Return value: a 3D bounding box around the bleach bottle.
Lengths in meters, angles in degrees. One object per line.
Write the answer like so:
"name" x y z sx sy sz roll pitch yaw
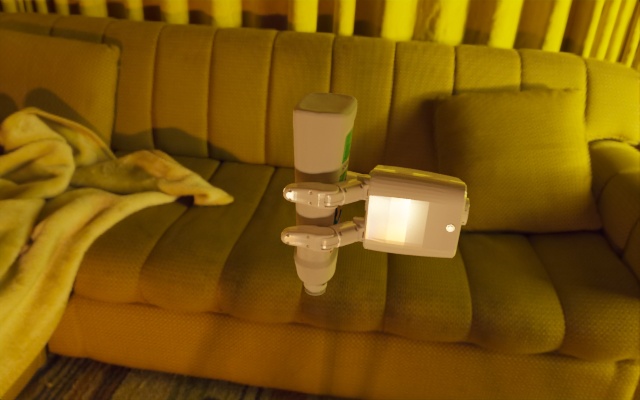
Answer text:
"bleach bottle" 0.000 0.002 0.591 0.068 0.251 0.102 7 26 9
